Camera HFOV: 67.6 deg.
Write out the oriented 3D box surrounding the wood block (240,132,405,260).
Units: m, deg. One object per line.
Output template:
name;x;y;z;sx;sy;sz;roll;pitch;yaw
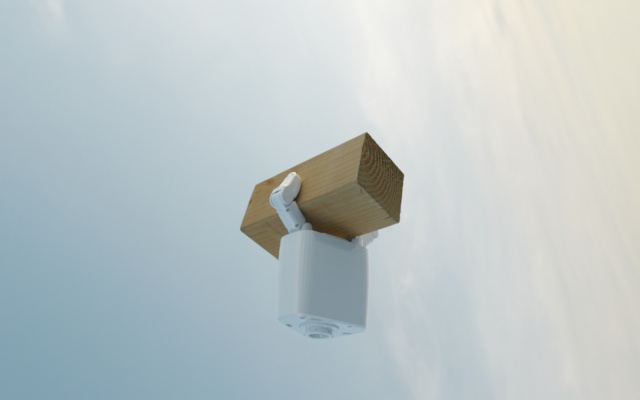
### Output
wood block;0.000;0.002;0.649;0.206;0.090;0.091;-22;-51;36
